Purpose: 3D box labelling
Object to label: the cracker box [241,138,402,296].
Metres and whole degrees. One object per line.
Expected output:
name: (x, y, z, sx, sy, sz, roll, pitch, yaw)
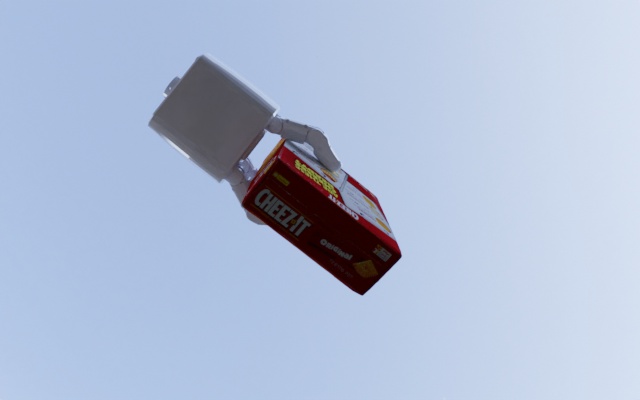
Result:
cracker box: (0.000, 0.002, 0.578, 0.164, 0.072, 0.213, 38, 13, -11)
